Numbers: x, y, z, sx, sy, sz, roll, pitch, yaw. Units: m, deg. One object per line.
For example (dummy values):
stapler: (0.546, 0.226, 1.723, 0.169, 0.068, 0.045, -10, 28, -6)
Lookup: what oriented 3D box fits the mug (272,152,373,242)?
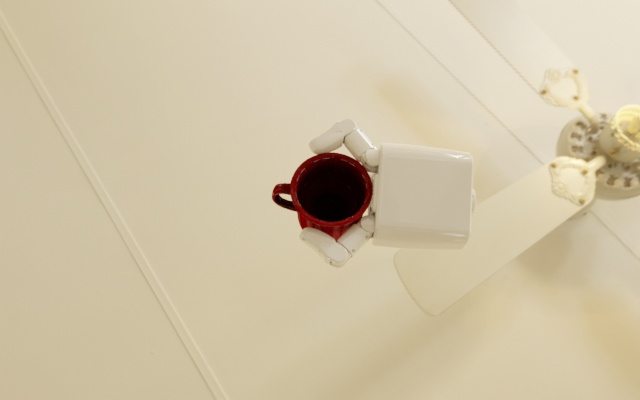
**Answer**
mug: (-0.001, 0.002, 0.570, 0.117, 0.093, 0.081, 5, -25, 2)
